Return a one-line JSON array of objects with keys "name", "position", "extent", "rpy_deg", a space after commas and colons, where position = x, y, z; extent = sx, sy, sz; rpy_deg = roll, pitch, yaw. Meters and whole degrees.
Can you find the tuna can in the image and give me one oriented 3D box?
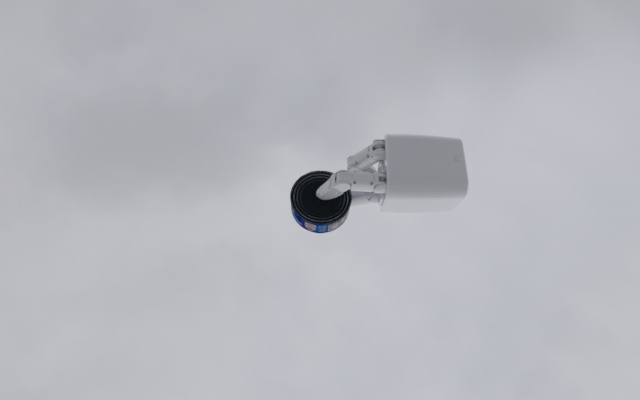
[{"name": "tuna can", "position": [0.000, 0.002, 0.674], "extent": [0.086, 0.086, 0.034], "rpy_deg": [0, -29, -3]}]
